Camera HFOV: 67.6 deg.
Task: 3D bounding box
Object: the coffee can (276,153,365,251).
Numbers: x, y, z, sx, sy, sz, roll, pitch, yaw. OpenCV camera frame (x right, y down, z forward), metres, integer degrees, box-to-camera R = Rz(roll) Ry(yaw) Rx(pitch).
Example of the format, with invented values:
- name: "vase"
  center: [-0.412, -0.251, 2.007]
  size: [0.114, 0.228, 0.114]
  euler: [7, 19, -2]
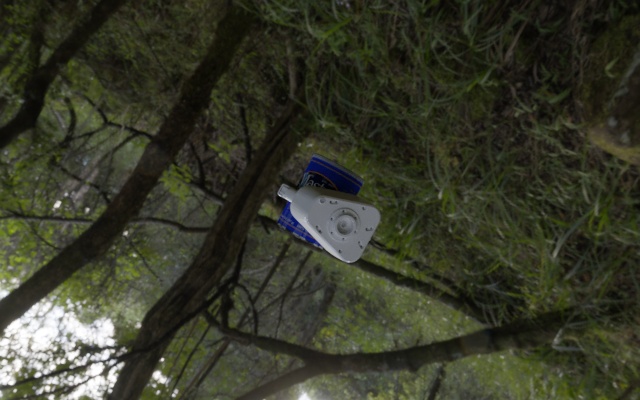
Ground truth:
- name: "coffee can"
  center: [0.000, 0.003, 0.841]
  size: [0.103, 0.140, 0.103]
  euler: [29, 0, 0]
